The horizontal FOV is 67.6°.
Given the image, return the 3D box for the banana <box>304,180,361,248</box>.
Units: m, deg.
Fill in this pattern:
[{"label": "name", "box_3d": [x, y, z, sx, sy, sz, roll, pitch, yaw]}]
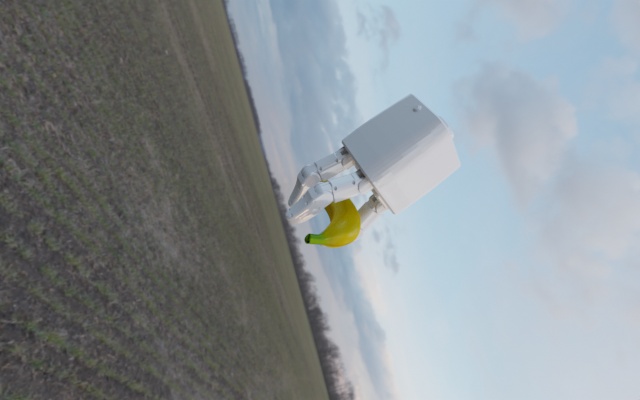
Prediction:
[{"label": "banana", "box_3d": [0.016, 0.012, 0.608, 0.069, 0.037, 0.197, 28, 18, -12]}]
